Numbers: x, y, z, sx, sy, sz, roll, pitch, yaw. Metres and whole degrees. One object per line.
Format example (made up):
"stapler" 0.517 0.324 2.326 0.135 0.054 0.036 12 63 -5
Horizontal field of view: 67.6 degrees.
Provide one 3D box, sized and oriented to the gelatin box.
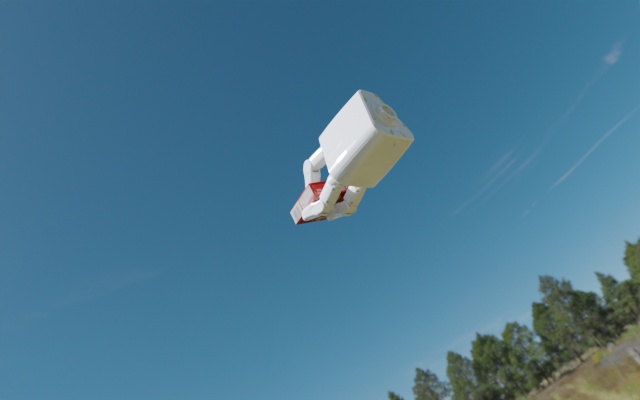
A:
"gelatin box" 0.000 0.002 0.803 0.073 0.030 0.089 -8 -31 -34
